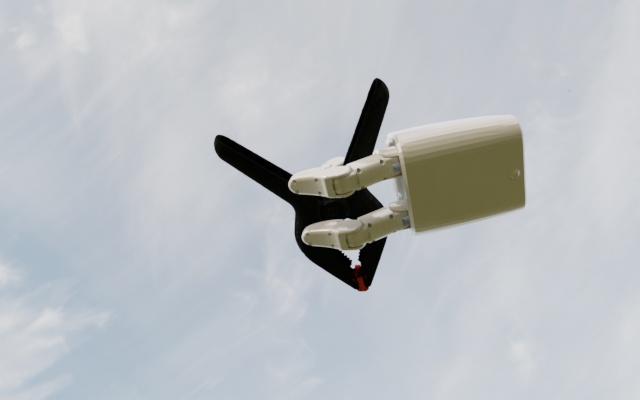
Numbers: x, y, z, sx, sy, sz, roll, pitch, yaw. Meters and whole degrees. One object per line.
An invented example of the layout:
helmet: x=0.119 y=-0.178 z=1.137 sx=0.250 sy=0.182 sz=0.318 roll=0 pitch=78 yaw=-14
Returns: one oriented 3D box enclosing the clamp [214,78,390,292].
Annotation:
clamp: x=0.000 y=0.002 z=0.465 sx=0.164 sy=0.210 sz=0.036 roll=-11 pitch=25 yaw=6
